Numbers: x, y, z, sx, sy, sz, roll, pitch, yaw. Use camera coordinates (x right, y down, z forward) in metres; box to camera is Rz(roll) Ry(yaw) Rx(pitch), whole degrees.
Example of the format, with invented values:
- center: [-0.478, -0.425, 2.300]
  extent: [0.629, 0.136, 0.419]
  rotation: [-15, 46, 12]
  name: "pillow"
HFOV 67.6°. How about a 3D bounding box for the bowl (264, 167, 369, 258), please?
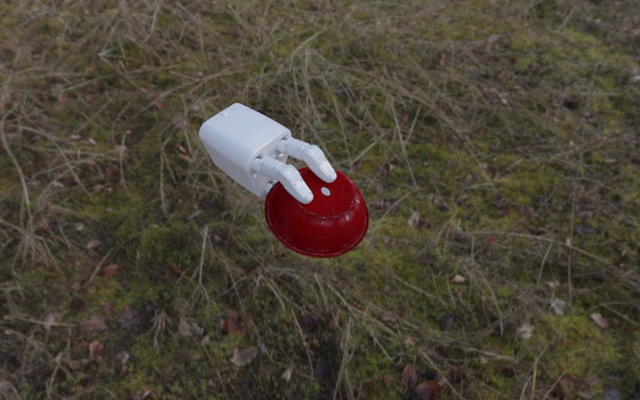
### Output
- center: [0.001, 0.003, 0.705]
  extent: [0.162, 0.162, 0.055]
  rotation: [0, -35, -13]
  name: "bowl"
